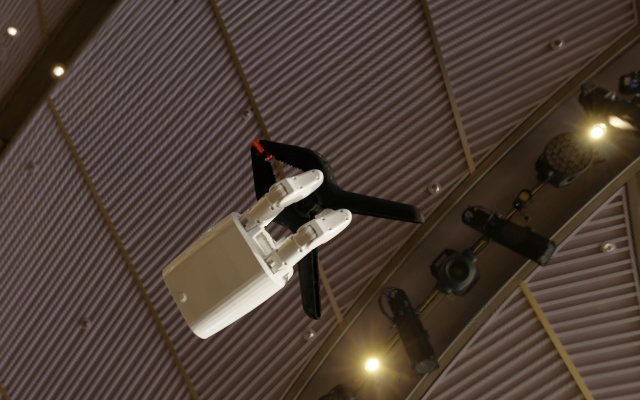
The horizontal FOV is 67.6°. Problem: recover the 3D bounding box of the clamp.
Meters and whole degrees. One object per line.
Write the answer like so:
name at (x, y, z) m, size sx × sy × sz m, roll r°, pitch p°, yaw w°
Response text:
clamp at (0.000, 0.002, 0.537) m, size 0.164 × 0.210 × 0.036 m, roll -36°, pitch -17°, yaw 4°
